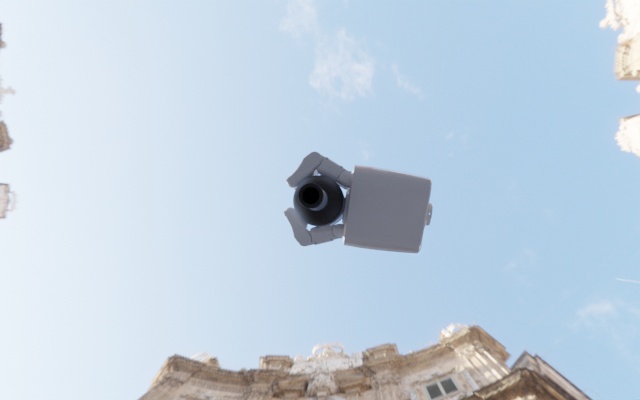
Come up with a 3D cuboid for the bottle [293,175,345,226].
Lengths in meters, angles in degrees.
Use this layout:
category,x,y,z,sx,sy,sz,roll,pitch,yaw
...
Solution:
category,x,y,z,sx,sy,sz,roll,pitch,yaw
bottle,0.000,0.002,0.654,0.069,0.069,0.296,0,-3,4
